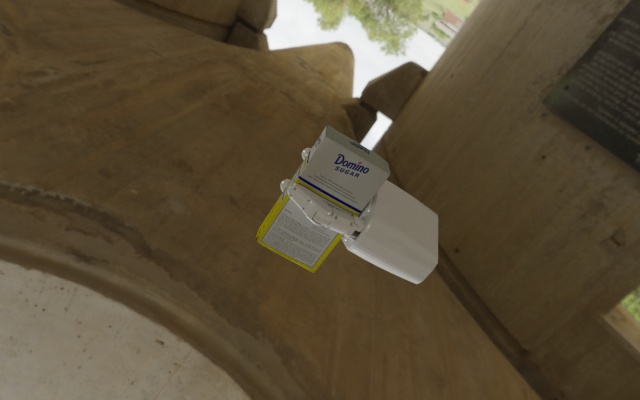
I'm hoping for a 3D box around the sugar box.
[{"bbox_3d":[0.000,0.002,0.606,0.093,0.176,0.048,30,24,-13],"label":"sugar box"}]
